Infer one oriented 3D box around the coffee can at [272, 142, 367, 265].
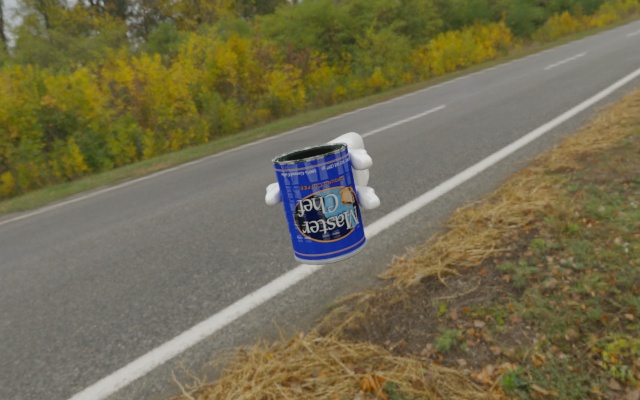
[{"bbox_3d":[0.000,0.002,0.644,0.103,0.140,0.102,-12,14,3],"label":"coffee can"}]
